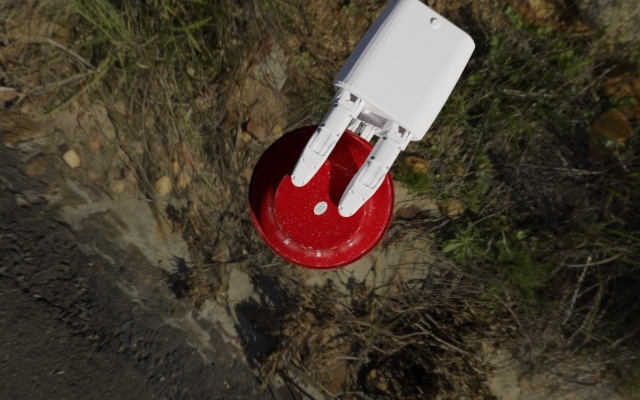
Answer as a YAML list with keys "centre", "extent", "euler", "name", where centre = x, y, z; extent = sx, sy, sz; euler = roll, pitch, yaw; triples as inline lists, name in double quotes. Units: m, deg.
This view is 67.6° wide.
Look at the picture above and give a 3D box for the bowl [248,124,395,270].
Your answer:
- centre: [0.000, 0.003, 0.500]
  extent: [0.162, 0.162, 0.055]
  euler: [0, 8, 2]
  name: "bowl"
